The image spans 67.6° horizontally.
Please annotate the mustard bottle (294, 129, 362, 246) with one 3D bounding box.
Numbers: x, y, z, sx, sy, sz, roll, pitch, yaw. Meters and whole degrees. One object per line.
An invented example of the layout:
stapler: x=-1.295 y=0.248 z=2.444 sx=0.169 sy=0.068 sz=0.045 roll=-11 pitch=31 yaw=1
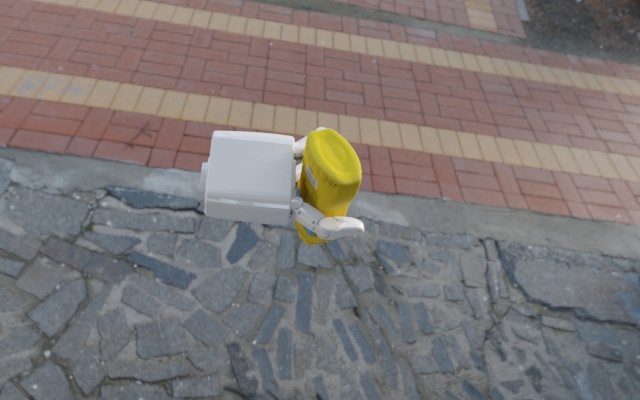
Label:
mustard bottle: x=0.000 y=0.002 z=0.650 sx=0.058 sy=0.096 sz=0.192 roll=-15 pitch=-34 yaw=-24
